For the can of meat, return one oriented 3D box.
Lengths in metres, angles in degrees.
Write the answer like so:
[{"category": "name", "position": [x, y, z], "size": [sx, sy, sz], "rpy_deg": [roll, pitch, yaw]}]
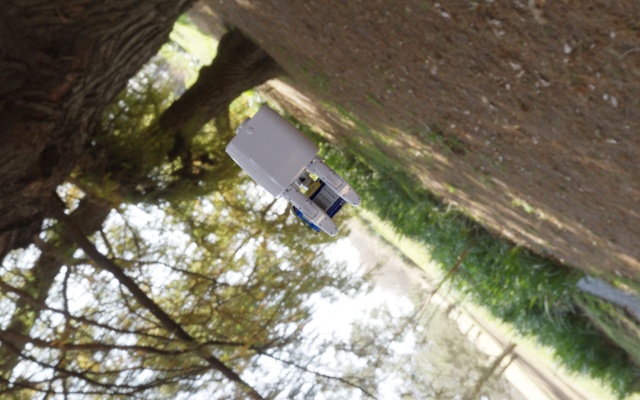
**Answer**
[{"category": "can of meat", "position": [0.000, 0.003, 0.752], "size": [0.057, 0.084, 0.102], "rpy_deg": [42, 1, -8]}]
